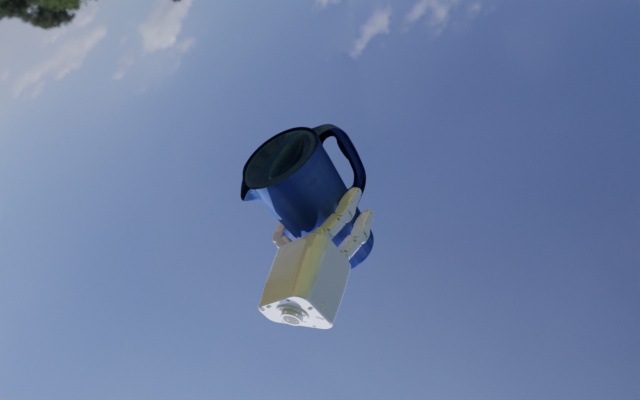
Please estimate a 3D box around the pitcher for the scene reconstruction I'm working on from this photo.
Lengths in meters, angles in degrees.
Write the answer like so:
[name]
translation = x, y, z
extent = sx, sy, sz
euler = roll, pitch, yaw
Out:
[pitcher]
translation = 0.000, 0.003, 0.779
extent = 0.149, 0.145, 0.243
euler = -11, -47, 31
